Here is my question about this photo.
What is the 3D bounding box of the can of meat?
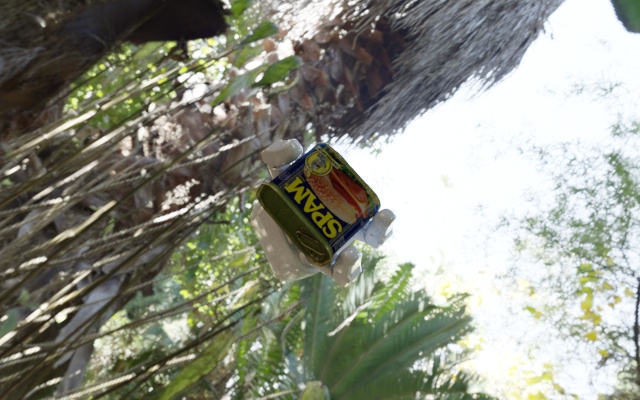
[{"bbox_3d":[0.000,0.001,0.492,0.084,0.102,0.057,-41,-1,-26],"label":"can of meat"}]
